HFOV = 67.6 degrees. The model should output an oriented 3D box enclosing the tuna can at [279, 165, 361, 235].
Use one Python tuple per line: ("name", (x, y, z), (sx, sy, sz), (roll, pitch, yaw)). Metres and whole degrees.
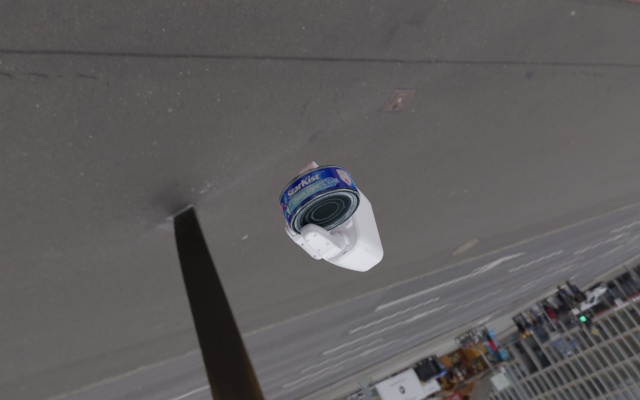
("tuna can", (0.000, 0.002, 0.524), (0.086, 0.033, 0.086), (-19, -31, -12))
